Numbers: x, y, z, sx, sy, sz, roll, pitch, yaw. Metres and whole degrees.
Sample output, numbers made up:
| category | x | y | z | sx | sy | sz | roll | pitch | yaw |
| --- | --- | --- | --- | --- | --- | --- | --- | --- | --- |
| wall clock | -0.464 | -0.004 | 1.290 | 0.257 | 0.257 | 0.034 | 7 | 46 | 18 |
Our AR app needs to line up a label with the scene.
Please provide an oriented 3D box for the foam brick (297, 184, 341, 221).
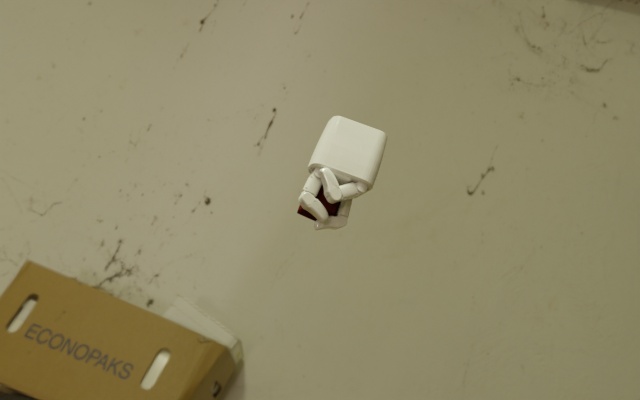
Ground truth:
| category | x | y | z | sx | sy | sz | roll | pitch | yaw |
| --- | --- | --- | --- | --- | --- | --- | --- | --- | --- |
| foam brick | 0.000 | 0.003 | 0.860 | 0.053 | 0.051 | 0.078 | 25 | -21 | -14 |
